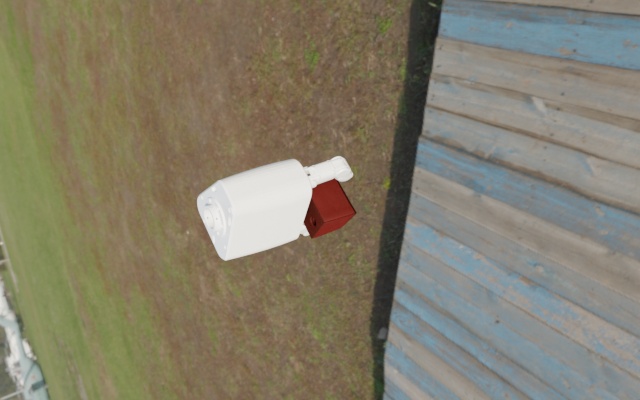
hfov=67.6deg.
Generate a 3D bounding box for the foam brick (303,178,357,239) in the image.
[{"bbox_3d":[0.000,0.002,0.634,0.051,0.078,0.053,-18,-19,-31],"label":"foam brick"}]
